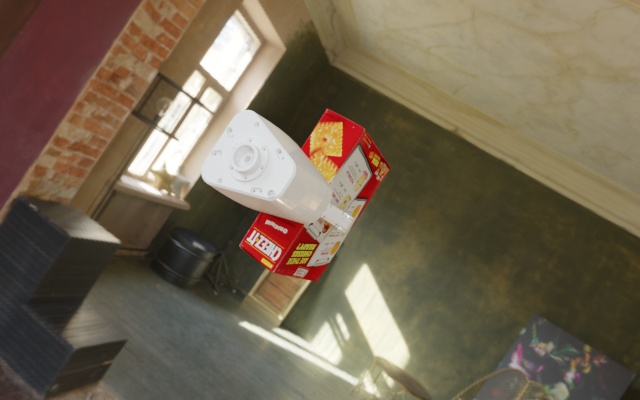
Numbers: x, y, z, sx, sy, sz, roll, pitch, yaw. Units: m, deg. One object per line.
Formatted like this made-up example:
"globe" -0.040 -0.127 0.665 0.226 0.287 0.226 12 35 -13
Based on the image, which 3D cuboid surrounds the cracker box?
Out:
"cracker box" 0.000 0.002 0.673 0.072 0.213 0.164 33 0 24
